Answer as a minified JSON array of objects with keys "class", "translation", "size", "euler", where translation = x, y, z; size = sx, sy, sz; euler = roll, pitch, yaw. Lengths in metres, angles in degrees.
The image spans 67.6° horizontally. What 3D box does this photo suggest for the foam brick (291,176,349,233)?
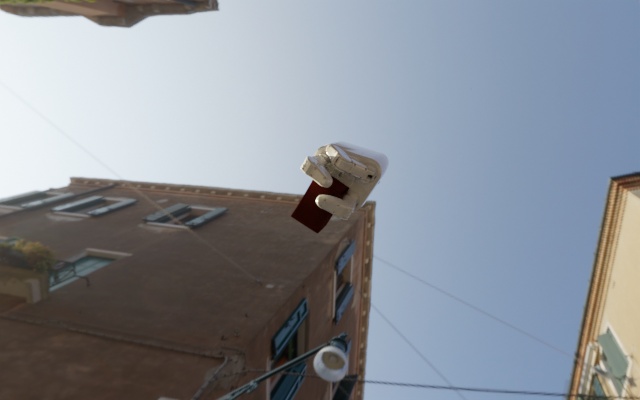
[{"class":"foam brick","translation":[0.000,0.003,0.752],"size":[0.053,0.078,0.051],"euler":[35,20,6]}]
